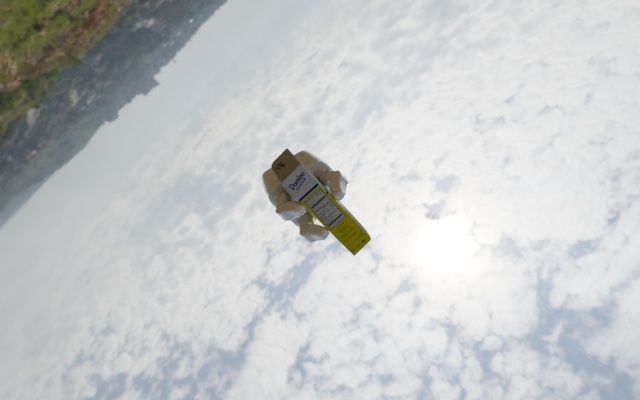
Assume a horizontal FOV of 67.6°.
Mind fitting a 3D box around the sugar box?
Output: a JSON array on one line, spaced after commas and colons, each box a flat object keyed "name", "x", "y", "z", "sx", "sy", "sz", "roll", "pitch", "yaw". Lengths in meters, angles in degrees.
[{"name": "sugar box", "x": 0.000, "y": 0.003, "z": 0.744, "sx": 0.176, "sy": 0.048, "sz": 0.093, "roll": 43, "pitch": 4, "yaw": -25}]
